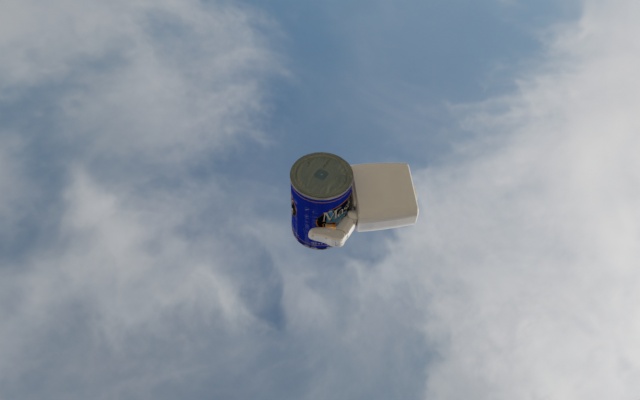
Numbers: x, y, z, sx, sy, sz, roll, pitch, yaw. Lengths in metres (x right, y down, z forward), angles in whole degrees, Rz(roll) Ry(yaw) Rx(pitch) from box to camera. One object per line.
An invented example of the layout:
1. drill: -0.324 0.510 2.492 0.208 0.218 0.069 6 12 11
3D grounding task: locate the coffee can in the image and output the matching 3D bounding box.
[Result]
1. coffee can: 0.000 0.003 0.820 0.103 0.102 0.140 0 -41 -2
